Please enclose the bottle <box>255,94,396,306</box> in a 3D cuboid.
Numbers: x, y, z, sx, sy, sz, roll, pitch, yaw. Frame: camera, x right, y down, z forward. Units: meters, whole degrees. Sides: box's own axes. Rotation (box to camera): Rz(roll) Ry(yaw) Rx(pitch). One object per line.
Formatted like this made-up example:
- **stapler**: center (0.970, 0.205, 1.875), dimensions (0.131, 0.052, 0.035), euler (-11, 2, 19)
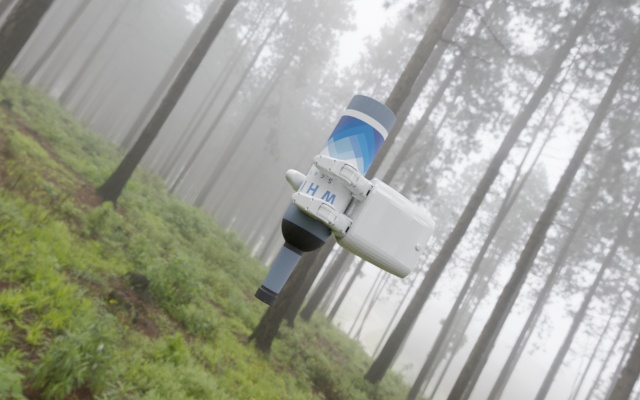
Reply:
- **bottle**: center (0.000, 0.002, 0.628), dimensions (0.069, 0.295, 0.069), euler (30, -7, 4)
